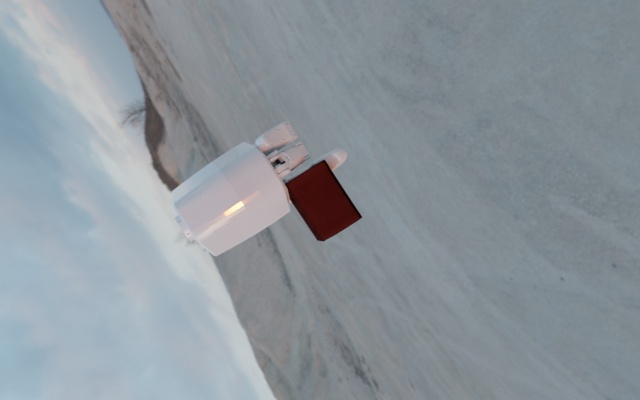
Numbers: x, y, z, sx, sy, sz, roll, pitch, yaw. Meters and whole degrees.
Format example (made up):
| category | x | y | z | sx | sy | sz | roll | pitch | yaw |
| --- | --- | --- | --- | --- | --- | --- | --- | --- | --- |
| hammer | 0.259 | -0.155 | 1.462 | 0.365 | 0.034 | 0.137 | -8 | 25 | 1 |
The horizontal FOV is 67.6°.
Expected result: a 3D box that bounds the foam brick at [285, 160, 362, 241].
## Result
| category | x | y | z | sx | sy | sz | roll | pitch | yaw |
| --- | --- | --- | --- | --- | --- | --- | --- | --- | --- |
| foam brick | 0.000 | 0.002 | 0.542 | 0.051 | 0.078 | 0.053 | -34 | 2 | -11 |
